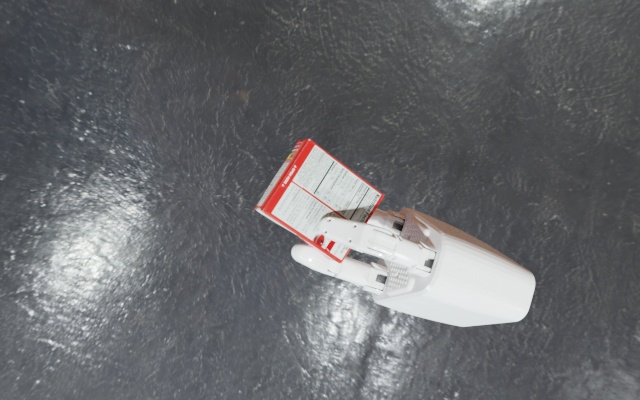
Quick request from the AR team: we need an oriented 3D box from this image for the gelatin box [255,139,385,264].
[{"bbox_3d":[0.000,0.001,0.414,0.089,0.073,0.030,35,-9,-20],"label":"gelatin box"}]
